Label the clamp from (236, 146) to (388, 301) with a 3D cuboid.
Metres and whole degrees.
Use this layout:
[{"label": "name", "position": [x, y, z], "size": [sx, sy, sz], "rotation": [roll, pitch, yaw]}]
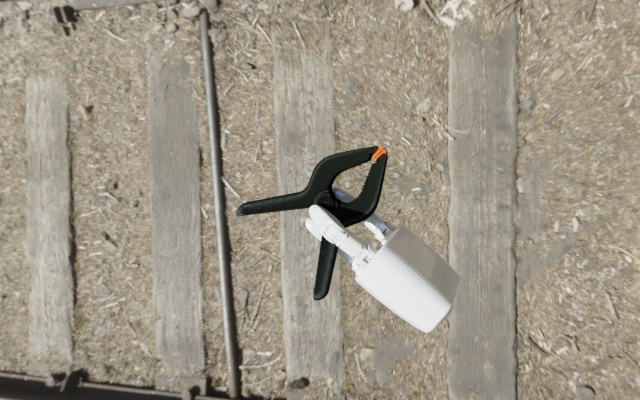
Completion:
[{"label": "clamp", "position": [0.000, 0.002, 0.616], "size": [0.164, 0.210, 0.036], "rotation": [39, 10, 7]}]
